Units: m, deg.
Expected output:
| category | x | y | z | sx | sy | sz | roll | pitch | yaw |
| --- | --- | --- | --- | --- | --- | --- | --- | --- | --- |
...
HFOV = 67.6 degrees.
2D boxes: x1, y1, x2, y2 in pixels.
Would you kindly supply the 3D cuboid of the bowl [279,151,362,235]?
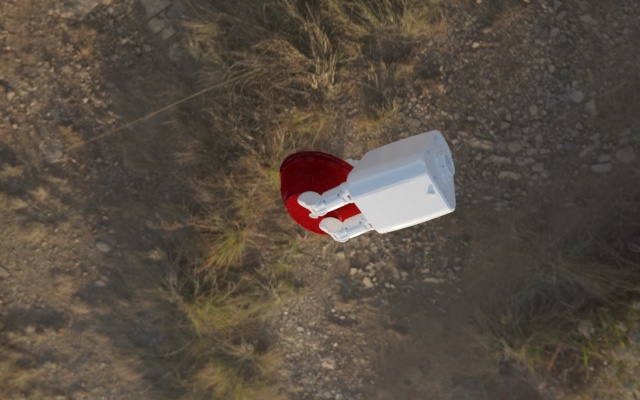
| category | x | y | z | sx | sy | sz | roll | pitch | yaw |
| --- | --- | --- | --- | --- | --- | --- | --- | --- | --- |
| bowl | -0.001 | 0.003 | 0.722 | 0.162 | 0.055 | 0.162 | 19 | -36 | 14 |
